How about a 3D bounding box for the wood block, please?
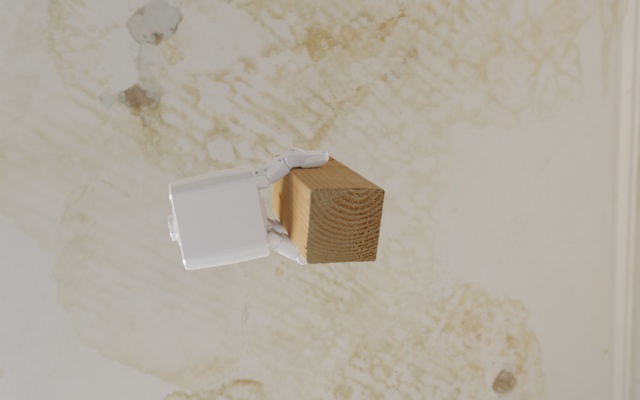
[{"bbox_3d":[0.000,0.002,0.634,0.090,0.091,0.206,0,16,-17],"label":"wood block"}]
